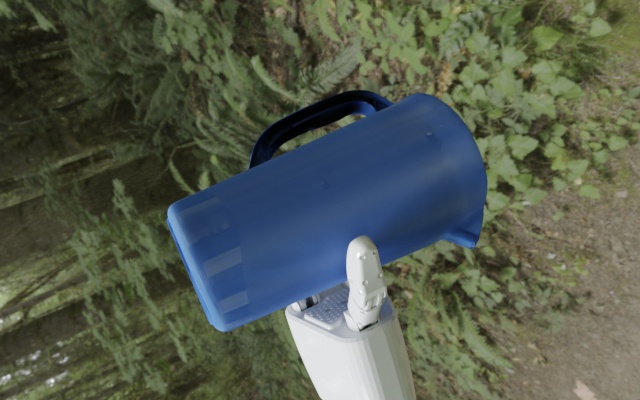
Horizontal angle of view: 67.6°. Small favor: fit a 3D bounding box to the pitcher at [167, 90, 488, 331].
[{"bbox_3d":[0.000,0.002,0.407,0.243,0.145,0.149,-23,20,-17],"label":"pitcher"}]
